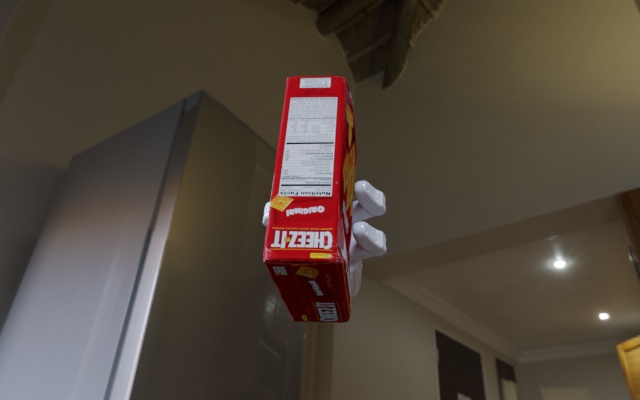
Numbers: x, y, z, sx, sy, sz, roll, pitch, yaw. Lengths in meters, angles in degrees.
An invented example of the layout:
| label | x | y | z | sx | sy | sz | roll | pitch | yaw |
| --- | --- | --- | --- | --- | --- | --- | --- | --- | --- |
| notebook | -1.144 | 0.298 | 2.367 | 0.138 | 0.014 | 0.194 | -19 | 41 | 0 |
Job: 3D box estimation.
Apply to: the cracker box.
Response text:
| label | x | y | z | sx | sy | sz | roll | pitch | yaw |
| --- | --- | --- | --- | --- | --- | --- | --- | --- | --- |
| cracker box | 0.000 | 0.002 | 0.509 | 0.072 | 0.213 | 0.164 | -1 | -31 | 7 |
